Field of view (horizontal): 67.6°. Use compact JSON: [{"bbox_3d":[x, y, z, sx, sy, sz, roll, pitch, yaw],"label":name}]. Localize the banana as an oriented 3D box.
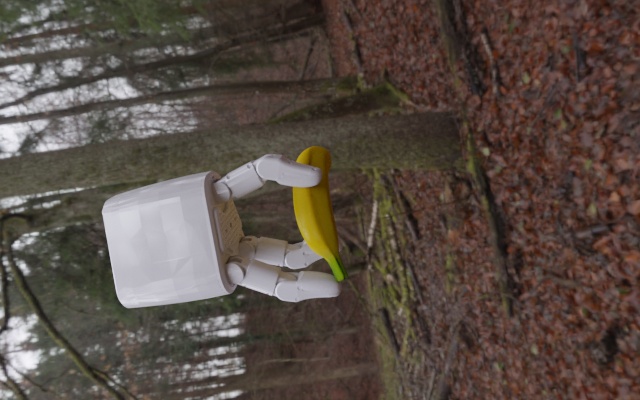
[{"bbox_3d":[-0.005,-0.010,0.492,0.037,0.070,0.197,-14,40,8],"label":"banana"}]
